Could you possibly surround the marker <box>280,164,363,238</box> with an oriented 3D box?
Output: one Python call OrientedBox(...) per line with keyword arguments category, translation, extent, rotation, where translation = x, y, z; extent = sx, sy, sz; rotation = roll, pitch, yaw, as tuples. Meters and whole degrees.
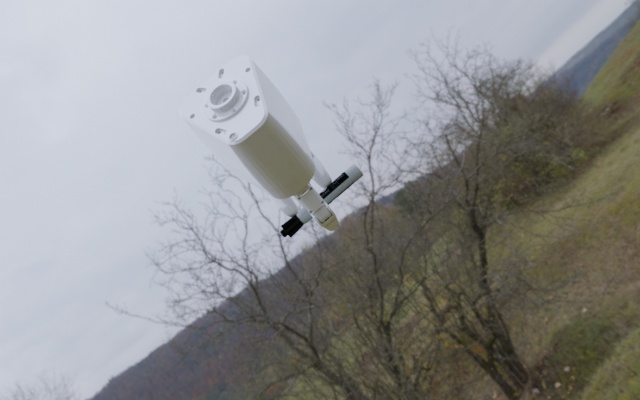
OrientedBox(category="marker", translation=(0.000, 0.002, 0.572), extent=(0.121, 0.020, 0.020), rotation=(-41, 0, 0))
